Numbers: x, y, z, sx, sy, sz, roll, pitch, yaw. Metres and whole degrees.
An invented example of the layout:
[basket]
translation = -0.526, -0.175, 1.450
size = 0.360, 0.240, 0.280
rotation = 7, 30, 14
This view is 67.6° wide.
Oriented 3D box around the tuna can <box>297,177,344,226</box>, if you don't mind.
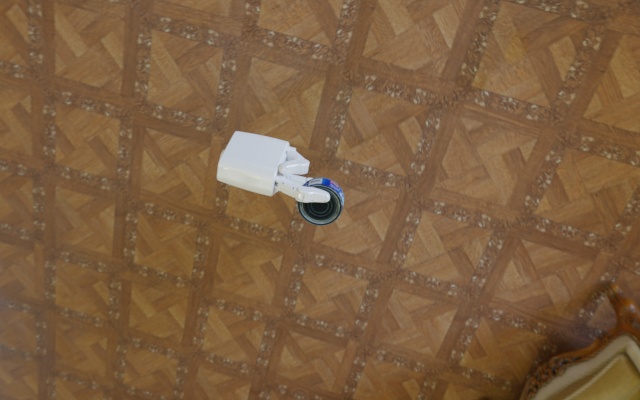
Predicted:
[tuna can]
translation = 0.000, 0.003, 0.877
size = 0.086, 0.086, 0.033
rotation = 0, 26, 6
